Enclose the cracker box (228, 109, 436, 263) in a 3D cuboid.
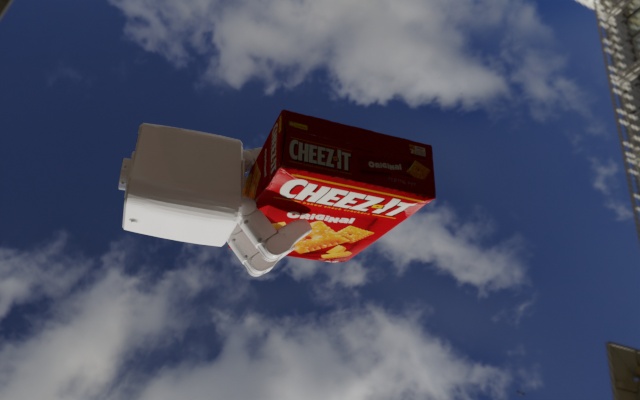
[{"bbox_3d":[0.000,0.002,0.536,0.164,0.072,0.214,10,-27,-20],"label":"cracker box"}]
